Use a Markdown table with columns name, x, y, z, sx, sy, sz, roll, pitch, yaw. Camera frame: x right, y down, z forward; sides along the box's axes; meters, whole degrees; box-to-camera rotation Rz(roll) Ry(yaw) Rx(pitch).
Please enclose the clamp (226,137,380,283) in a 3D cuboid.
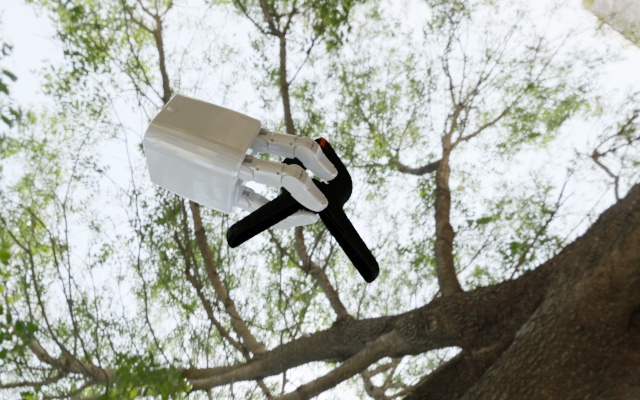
| name | x | y | z | sx | sy | sz | roll | pitch | yaw |
| --- | --- | --- | --- | --- | --- | --- | --- | --- | --- |
| clamp | 0.000 | 0.002 | 0.561 | 0.164 | 0.036 | 0.209 | 21 | 43 | -3 |
